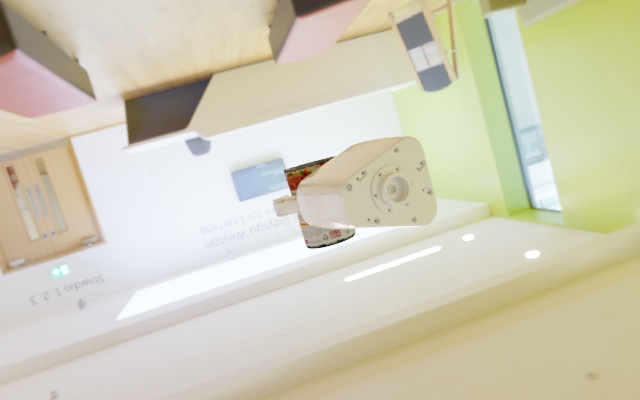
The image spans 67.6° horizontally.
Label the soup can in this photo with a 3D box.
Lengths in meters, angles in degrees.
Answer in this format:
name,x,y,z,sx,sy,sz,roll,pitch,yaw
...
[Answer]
name,x,y,z,sx,sy,sz,roll,pitch,yaw
soup can,0.000,0.002,0.596,0.068,0.102,0.068,-16,7,2
